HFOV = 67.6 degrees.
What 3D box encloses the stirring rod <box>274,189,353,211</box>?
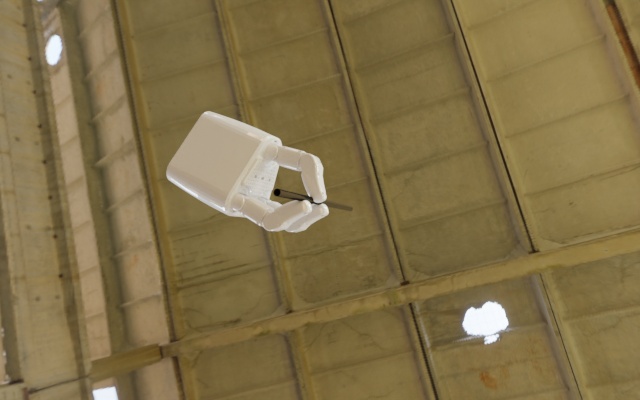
[{"bbox_3d":[0.000,0.002,0.596,0.011,0.011,0.239,0,-5,22],"label":"stirring rod"}]
